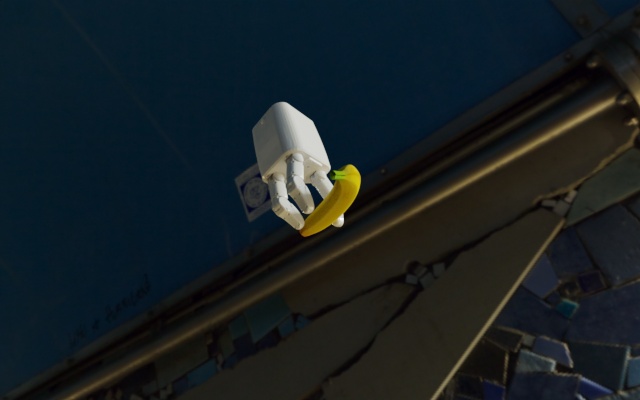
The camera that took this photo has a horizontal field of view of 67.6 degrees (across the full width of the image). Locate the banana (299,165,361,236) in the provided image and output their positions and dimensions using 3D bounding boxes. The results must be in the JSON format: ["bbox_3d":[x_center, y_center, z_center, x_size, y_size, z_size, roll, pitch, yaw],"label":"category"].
[{"bbox_3d":[0.018,-0.002,0.727,0.069,0.037,0.198,-9,-27,-21],"label":"banana"}]
